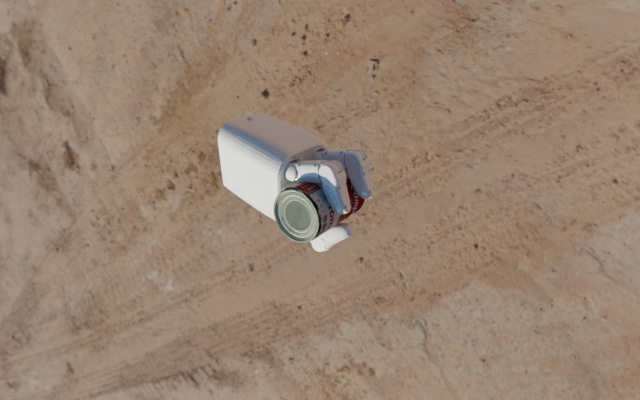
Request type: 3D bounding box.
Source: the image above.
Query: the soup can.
[{"bbox_3d":[0.000,0.002,0.576,0.068,0.068,0.102,0,18,36],"label":"soup can"}]
